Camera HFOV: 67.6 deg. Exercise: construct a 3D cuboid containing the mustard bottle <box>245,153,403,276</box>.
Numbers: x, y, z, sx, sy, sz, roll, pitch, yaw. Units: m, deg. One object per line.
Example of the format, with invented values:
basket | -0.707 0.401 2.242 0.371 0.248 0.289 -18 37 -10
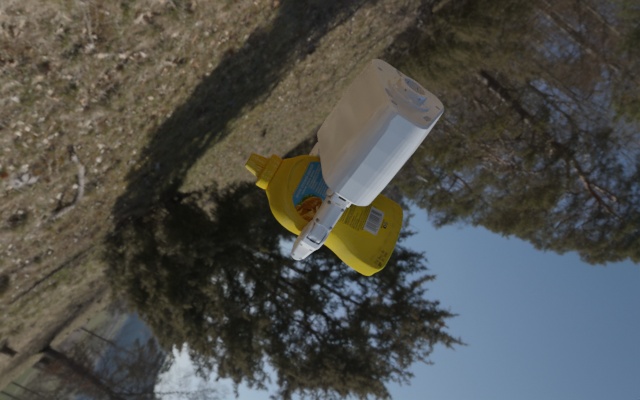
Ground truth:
mustard bottle | 0.000 0.002 0.553 0.191 0.096 0.058 31 -31 -10
